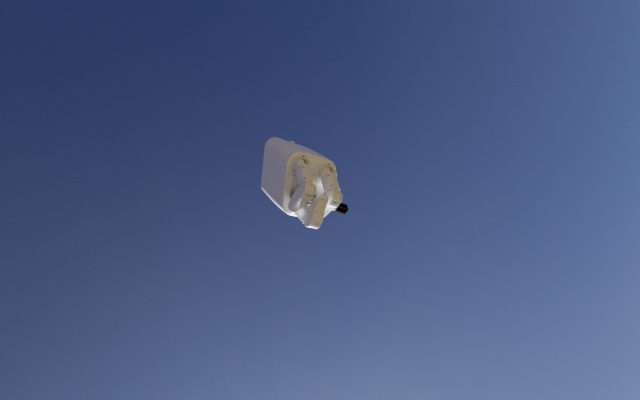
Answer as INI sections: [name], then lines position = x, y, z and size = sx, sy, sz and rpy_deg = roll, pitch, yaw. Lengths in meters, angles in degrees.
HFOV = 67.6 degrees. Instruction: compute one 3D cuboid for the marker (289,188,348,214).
[marker]
position = 0.000, 0.003, 0.815
size = 0.121, 0.020, 0.020
rpy_deg = 16, -10, -37
